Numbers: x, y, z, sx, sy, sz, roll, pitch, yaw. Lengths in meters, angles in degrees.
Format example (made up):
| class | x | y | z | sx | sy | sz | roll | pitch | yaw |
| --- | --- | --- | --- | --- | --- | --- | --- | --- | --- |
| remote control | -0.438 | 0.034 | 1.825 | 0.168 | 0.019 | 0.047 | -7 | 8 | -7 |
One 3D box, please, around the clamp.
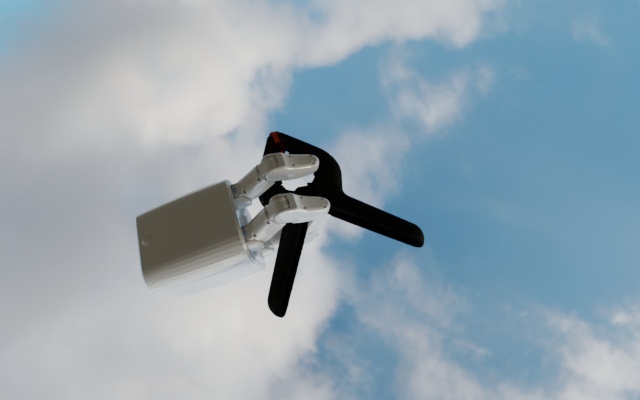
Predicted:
| class | x | y | z | sx | sy | sz | roll | pitch | yaw |
| --- | --- | --- | --- | --- | --- | --- | --- | --- | --- |
| clamp | 0.000 | 0.002 | 0.507 | 0.164 | 0.209 | 0.036 | -20 | -33 | -3 |
